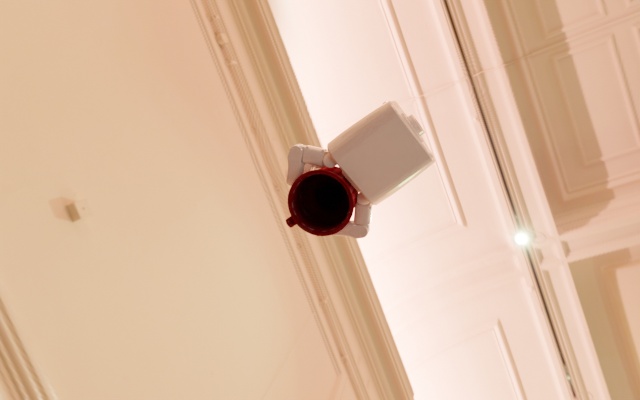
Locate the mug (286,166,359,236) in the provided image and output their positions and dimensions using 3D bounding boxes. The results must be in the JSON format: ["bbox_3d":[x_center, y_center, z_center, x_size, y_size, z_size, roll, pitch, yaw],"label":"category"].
[{"bbox_3d":[-0.001,0.003,0.689,0.117,0.093,0.081,-37,2,19],"label":"mug"}]
